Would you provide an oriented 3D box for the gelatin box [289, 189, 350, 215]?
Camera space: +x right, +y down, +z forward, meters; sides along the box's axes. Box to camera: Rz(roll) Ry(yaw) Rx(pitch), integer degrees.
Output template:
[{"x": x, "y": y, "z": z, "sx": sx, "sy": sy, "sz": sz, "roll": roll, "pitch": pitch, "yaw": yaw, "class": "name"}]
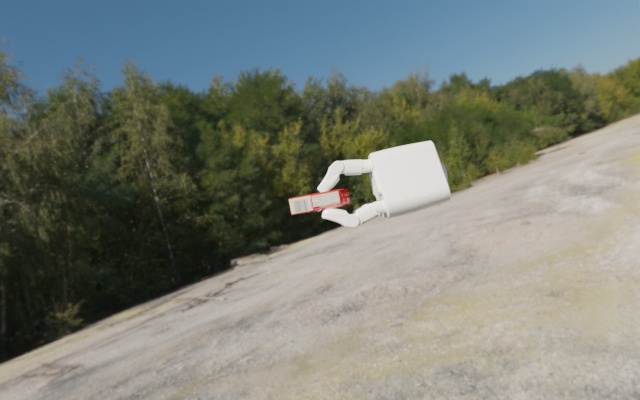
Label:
[{"x": 0.000, "y": 0.002, "z": 0.796, "sx": 0.089, "sy": 0.030, "sz": 0.073, "roll": -10, "pitch": -1, "yaw": 12, "class": "gelatin box"}]
